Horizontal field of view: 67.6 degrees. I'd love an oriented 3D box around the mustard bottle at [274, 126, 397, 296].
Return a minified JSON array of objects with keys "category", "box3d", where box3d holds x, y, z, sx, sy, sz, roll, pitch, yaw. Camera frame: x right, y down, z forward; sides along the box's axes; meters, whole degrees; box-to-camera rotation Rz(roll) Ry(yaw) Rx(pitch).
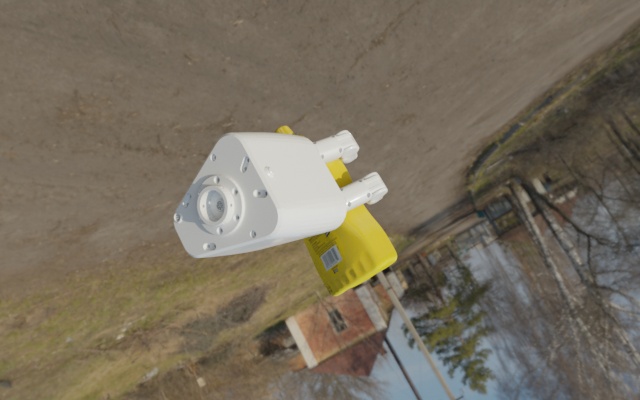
[{"category":"mustard bottle","box3d":[0.000,0.002,0.518,0.058,0.191,0.096,-20,-16,-37]}]
